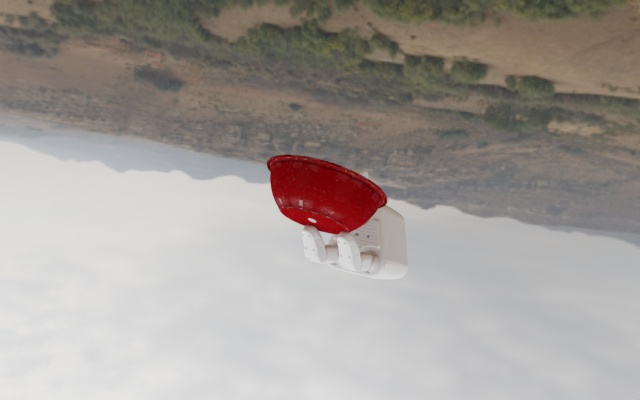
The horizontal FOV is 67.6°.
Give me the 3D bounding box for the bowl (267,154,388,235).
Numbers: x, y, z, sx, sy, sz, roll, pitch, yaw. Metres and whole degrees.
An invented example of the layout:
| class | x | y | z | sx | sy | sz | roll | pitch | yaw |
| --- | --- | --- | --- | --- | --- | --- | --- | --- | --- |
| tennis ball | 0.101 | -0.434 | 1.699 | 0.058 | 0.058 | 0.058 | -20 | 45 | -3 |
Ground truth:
| class | x | y | z | sx | sy | sz | roll | pitch | yaw |
| --- | --- | --- | --- | --- | --- | --- | --- | --- | --- |
| bowl | -0.001 | 0.002 | 0.604 | 0.162 | 0.055 | 0.162 | 17 | -15 | 5 |
